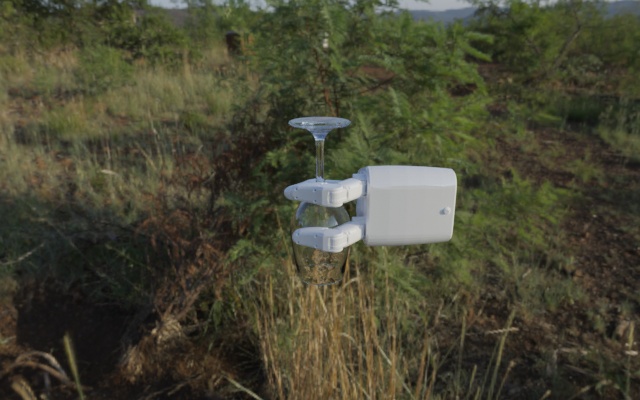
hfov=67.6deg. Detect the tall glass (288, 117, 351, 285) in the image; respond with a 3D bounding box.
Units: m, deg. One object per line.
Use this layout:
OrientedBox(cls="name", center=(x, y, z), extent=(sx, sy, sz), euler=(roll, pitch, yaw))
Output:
OrientedBox(cls="tall glass", center=(0.000, 0.001, 0.592), extent=(0.079, 0.201, 0.079), euler=(0, 19, 0))
